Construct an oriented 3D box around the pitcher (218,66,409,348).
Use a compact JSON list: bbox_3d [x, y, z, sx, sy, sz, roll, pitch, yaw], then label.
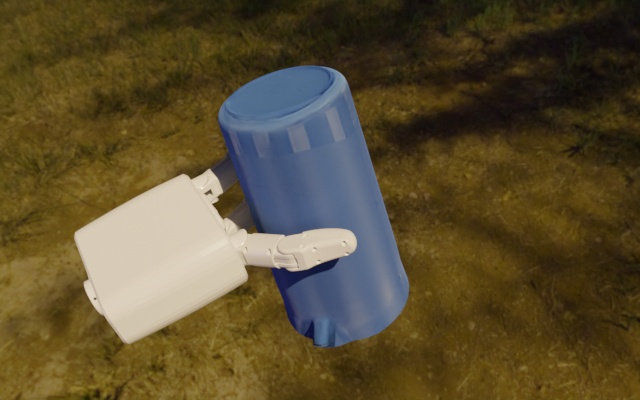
[{"bbox_3d":[0.000,0.002,0.451,0.145,0.243,0.149,-28,35,-15],"label":"pitcher"}]
